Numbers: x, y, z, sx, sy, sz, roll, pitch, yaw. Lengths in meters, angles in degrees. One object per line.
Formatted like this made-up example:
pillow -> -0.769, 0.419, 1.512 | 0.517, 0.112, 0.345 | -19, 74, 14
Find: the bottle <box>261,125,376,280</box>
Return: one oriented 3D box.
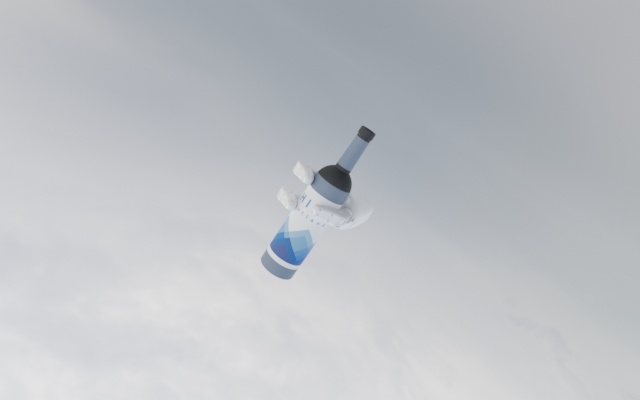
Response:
bottle -> 0.000, 0.003, 0.817 | 0.069, 0.296, 0.069 | 31, 16, -10
